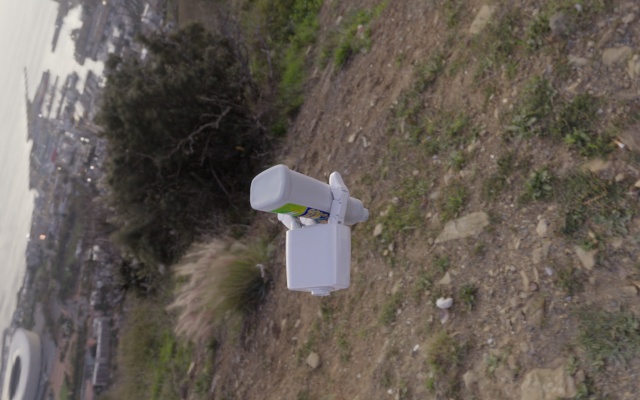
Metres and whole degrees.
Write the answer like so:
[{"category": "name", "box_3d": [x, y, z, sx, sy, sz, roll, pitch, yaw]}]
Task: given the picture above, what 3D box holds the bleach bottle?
[{"category": "bleach bottle", "box_3d": [0.000, 0.003, 0.880, 0.251, 0.068, 0.102, 15, -23, -40]}]
